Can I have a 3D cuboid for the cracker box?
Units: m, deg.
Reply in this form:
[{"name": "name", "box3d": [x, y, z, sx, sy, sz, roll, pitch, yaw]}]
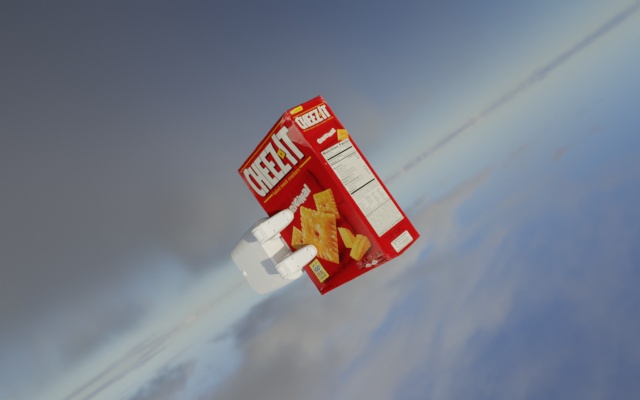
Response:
[{"name": "cracker box", "box3d": [0.000, 0.002, 0.619, 0.072, 0.213, 0.164, -33, -3, -39]}]
